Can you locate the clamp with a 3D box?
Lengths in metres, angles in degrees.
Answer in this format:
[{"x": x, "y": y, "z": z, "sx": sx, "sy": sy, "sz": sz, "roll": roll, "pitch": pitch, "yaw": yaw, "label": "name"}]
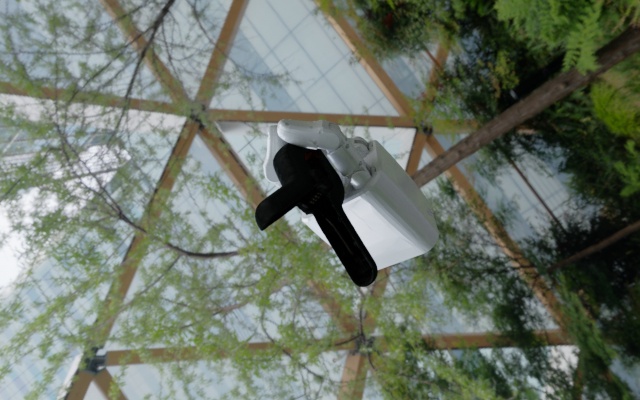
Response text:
[{"x": 0.000, "y": 0.002, "z": 0.433, "sx": 0.039, "sy": 0.120, "sz": 0.171, "roll": -37, "pitch": 24, "yaw": 23, "label": "clamp"}]
